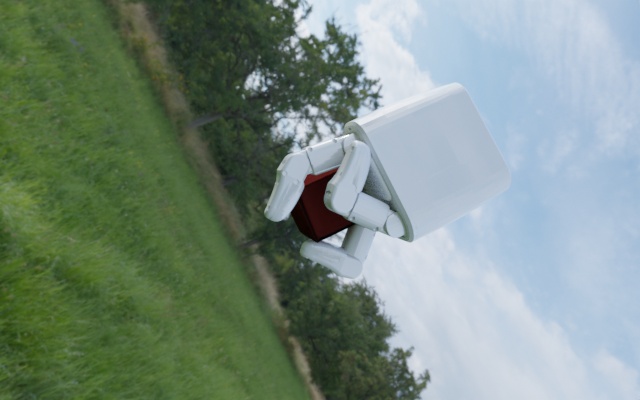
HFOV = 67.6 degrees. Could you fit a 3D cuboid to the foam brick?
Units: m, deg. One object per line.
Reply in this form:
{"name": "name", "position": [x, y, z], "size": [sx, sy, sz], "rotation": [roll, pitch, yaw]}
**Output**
{"name": "foam brick", "position": [0.000, 0.001, 0.453], "size": [0.051, 0.053, 0.078], "rotation": [-26, 11, -12]}
